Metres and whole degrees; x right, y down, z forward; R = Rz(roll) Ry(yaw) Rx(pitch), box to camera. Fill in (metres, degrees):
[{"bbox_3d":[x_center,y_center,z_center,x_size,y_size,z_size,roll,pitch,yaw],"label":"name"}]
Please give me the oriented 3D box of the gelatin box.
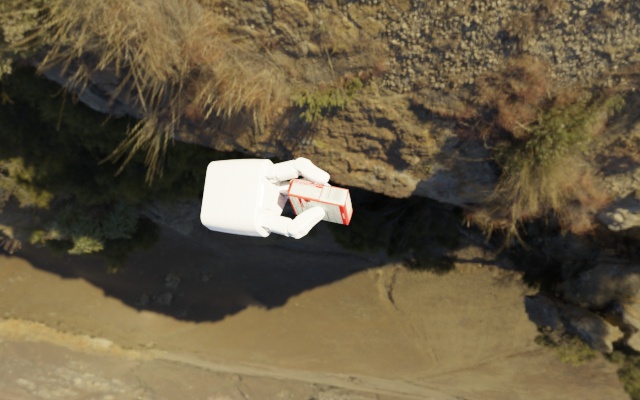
[{"bbox_3d":[0.000,0.003,0.718,0.089,0.030,0.073,12,-23,14],"label":"gelatin box"}]
